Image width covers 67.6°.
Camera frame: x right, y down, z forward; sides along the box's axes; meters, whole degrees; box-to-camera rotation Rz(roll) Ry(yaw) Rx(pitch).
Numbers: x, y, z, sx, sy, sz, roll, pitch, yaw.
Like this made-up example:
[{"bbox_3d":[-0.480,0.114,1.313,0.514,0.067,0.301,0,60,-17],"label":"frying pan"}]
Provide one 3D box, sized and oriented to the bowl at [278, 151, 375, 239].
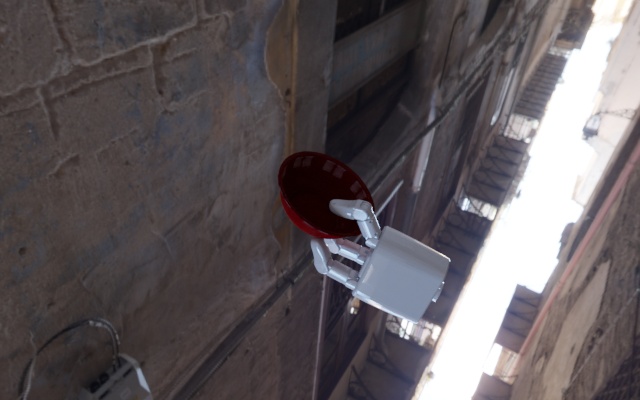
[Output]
[{"bbox_3d":[-0.001,0.002,0.725,0.162,0.162,0.055,0,-37,-35],"label":"bowl"}]
